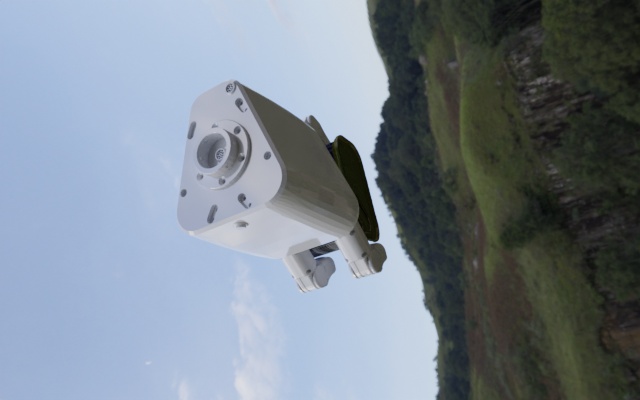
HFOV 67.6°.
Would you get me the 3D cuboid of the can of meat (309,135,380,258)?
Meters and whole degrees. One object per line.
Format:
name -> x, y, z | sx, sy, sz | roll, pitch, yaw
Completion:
can of meat -> 0.000, 0.002, 0.456 | 0.084, 0.102, 0.057 | -20, -19, 23
